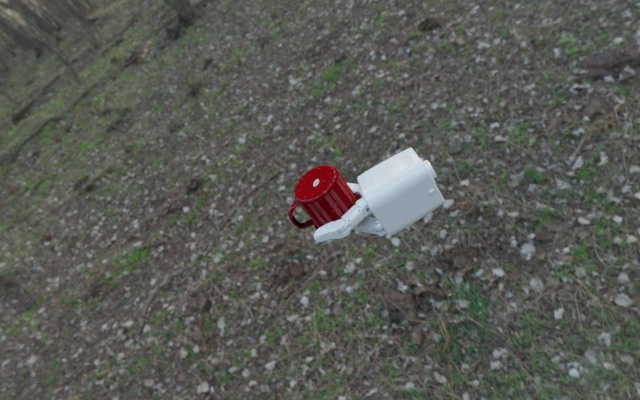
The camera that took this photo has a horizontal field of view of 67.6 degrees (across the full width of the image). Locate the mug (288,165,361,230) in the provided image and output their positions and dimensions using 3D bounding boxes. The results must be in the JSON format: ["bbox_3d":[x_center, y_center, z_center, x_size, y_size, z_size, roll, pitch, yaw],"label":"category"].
[{"bbox_3d":[-0.001,0.003,0.781,0.117,0.081,0.093,-31,37,10],"label":"mug"}]
